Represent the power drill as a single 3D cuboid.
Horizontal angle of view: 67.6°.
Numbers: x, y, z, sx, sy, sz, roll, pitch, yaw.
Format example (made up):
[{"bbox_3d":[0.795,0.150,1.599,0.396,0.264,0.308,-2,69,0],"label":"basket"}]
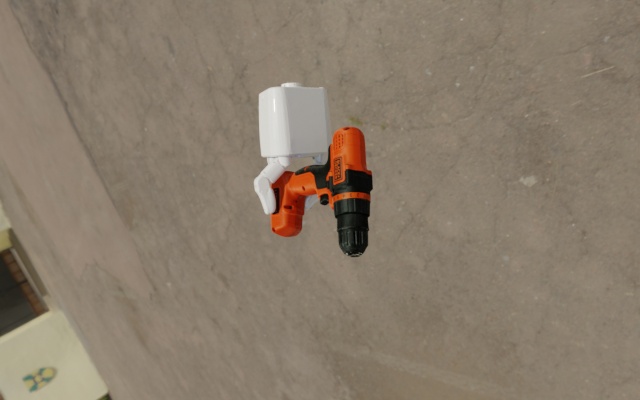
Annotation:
[{"bbox_3d":[0.000,0.002,0.709,0.057,0.184,0.188,15,-22,-39],"label":"power drill"}]
